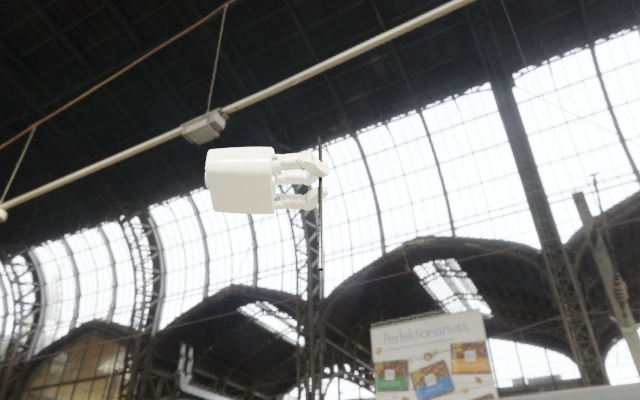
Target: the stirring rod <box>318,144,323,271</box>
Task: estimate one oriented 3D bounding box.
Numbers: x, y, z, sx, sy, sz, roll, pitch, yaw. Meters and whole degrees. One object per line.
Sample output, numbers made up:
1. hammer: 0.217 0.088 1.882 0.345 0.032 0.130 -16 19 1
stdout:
1. stirring rod: 0.000 0.003 0.767 0.011 0.239 0.011 0 -35 0
